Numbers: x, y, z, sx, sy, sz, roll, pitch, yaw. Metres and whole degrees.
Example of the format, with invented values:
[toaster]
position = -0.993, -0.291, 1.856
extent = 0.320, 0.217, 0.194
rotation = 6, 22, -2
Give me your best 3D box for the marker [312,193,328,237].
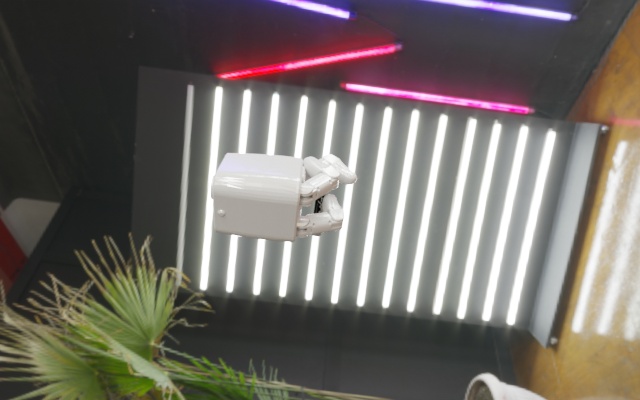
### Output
[marker]
position = 0.000, 0.002, 0.684
extent = 0.020, 0.121, 0.020
rotation = 5, 39, -4
